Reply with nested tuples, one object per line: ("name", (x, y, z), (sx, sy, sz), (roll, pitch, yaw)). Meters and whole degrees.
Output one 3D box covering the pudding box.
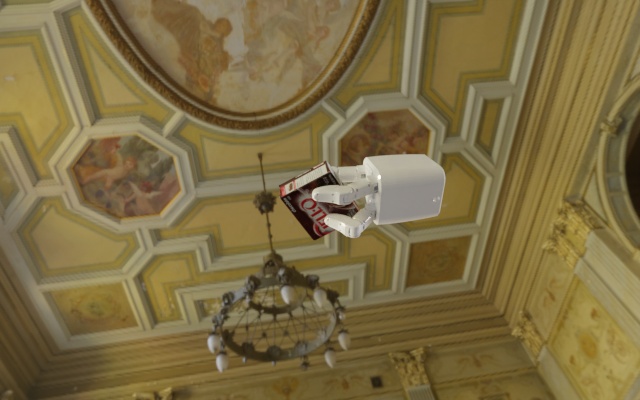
("pudding box", (0.000, 0.002, 0.756), (0.090, 0.113, 0.039), (-28, 36, 11))
